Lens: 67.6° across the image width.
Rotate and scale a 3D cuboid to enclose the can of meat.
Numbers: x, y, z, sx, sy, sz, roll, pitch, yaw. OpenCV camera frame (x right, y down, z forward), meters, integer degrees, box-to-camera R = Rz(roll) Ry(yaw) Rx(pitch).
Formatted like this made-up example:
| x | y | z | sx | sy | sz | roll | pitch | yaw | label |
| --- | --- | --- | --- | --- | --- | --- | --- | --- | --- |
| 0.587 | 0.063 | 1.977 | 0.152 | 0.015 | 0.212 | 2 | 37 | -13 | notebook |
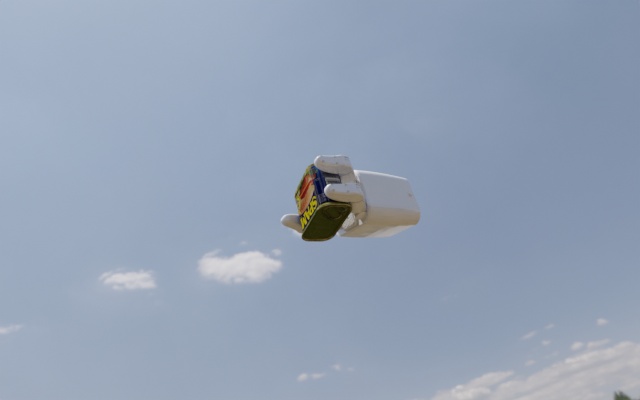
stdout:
| x | y | z | sx | sy | sz | roll | pitch | yaw | label |
| --- | --- | --- | --- | --- | --- | --- | --- | --- | --- |
| 0.000 | 0.002 | 0.748 | 0.057 | 0.084 | 0.102 | 2 | -37 | -24 | can of meat |
